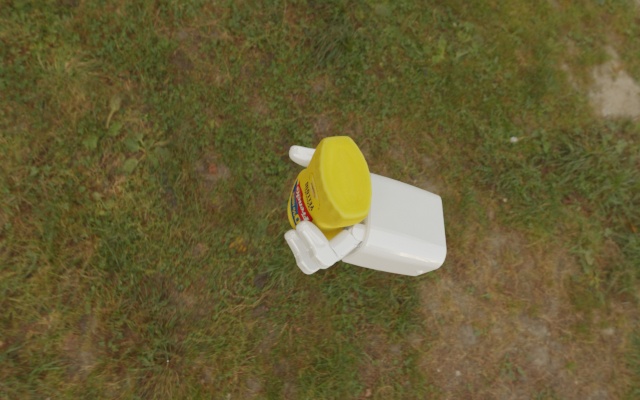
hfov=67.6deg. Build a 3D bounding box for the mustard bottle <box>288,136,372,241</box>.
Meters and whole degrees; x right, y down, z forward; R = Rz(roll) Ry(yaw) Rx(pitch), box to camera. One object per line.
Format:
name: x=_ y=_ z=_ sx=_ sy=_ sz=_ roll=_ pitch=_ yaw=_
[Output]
mustard bottle: x=0.000 y=0.002 z=0.587 sx=0.058 sy=0.096 sz=0.192 roll=-9 pitch=-15 yaw=-20
